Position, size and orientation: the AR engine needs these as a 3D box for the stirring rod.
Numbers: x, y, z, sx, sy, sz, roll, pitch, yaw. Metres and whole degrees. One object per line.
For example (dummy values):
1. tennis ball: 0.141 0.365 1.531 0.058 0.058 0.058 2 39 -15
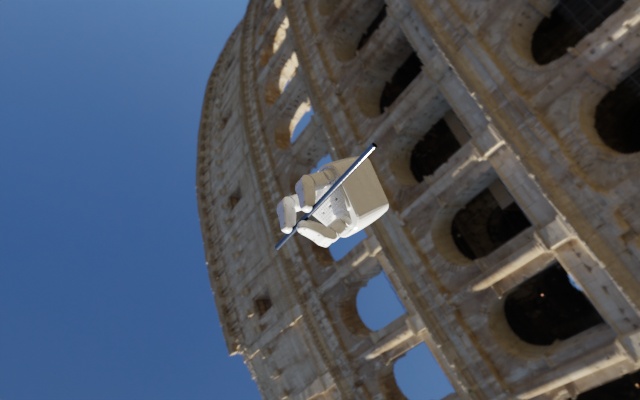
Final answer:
1. stirring rod: 0.000 0.002 0.657 0.011 0.011 0.240 0 -36 -42
